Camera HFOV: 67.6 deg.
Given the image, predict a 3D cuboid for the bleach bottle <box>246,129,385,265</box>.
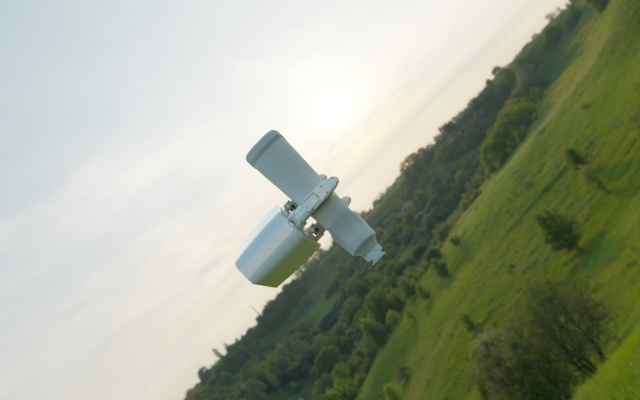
[{"bbox_3d":[0.000,0.002,0.737,0.251,0.068,0.102,44,2,5],"label":"bleach bottle"}]
